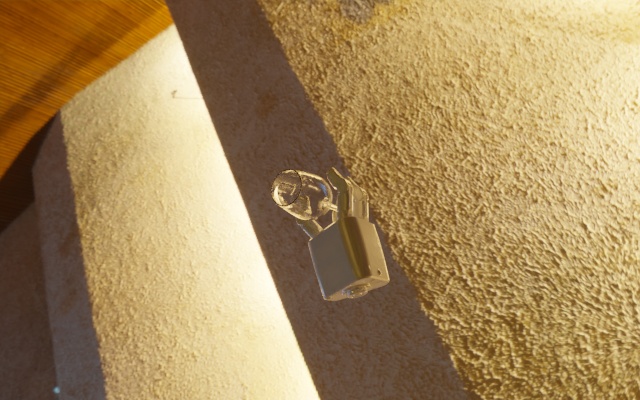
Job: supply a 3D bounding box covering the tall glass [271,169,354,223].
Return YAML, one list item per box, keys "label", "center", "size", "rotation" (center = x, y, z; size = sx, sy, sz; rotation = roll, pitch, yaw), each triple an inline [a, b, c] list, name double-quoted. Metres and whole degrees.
- label: "tall glass"
  center: [0.000, 0.003, 0.833]
  size: [0.079, 0.079, 0.201]
  rotation: [0, -14, 35]
